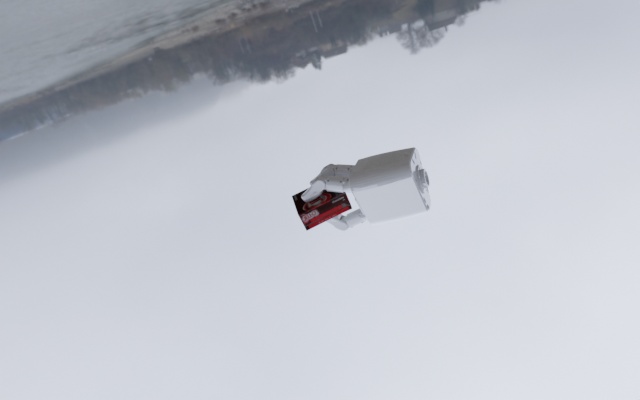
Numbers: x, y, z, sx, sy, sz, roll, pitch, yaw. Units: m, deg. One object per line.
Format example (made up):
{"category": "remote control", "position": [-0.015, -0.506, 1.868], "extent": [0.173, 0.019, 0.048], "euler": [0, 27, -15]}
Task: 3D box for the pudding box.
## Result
{"category": "pudding box", "position": [0.000, 0.003, 0.860], "extent": [0.090, 0.039, 0.113], "euler": [-25, 18, -1]}
